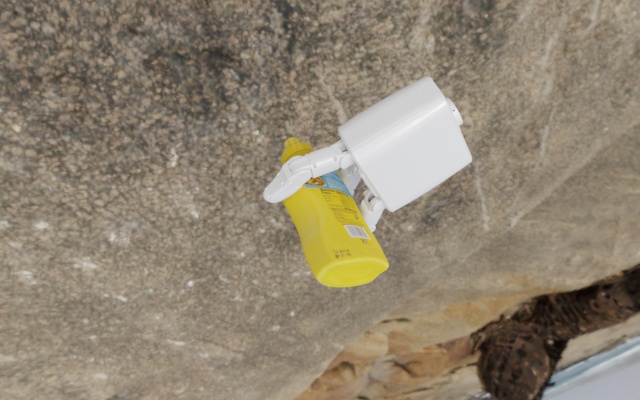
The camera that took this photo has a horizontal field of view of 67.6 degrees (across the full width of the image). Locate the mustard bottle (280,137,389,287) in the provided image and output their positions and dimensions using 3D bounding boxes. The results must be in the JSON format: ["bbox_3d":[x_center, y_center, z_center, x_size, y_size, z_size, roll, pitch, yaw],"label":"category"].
[{"bbox_3d":[0.000,0.002,0.535,0.096,0.191,0.058,10,-46,-45],"label":"mustard bottle"}]
